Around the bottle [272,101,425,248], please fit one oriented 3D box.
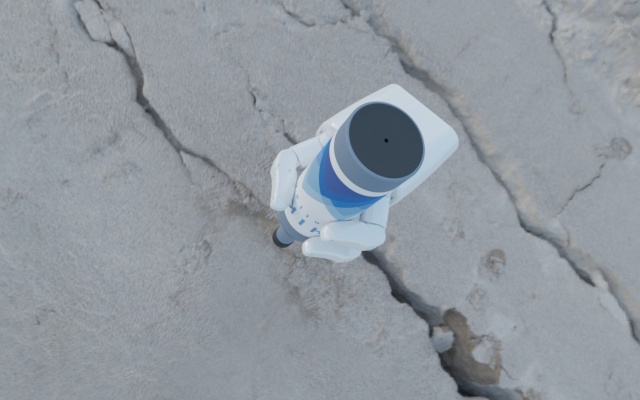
[{"bbox_3d":[0.000,0.002,0.486,0.069,0.069,0.296,0,-19,-21],"label":"bottle"}]
